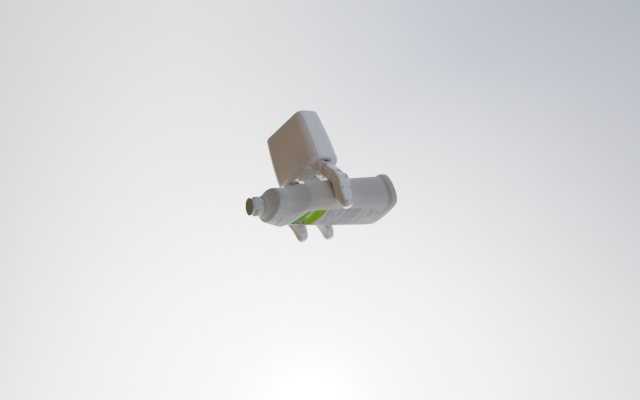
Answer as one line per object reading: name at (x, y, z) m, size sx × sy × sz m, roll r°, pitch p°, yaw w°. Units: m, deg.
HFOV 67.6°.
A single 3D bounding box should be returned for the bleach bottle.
bleach bottle at (0.000, 0.003, 0.787) m, size 0.251 × 0.068 × 0.103 m, roll -1°, pitch -31°, yaw -33°
